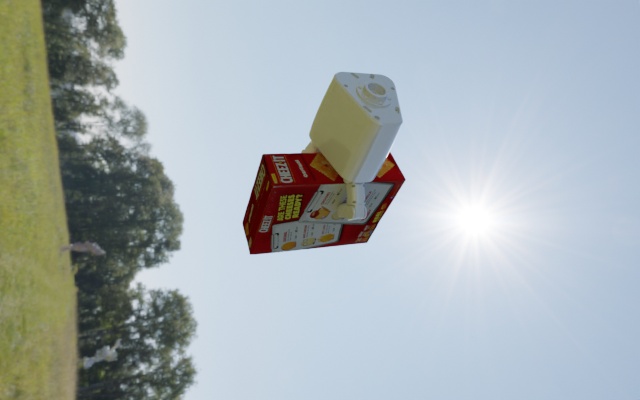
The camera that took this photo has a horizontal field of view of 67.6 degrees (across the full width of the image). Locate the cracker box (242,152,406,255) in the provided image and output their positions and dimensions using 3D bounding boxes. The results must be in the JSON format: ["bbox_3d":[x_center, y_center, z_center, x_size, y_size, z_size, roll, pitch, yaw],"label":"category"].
[{"bbox_3d":[0.000,0.003,0.741,0.213,0.072,0.164,-3,-39,-25],"label":"cracker box"}]
